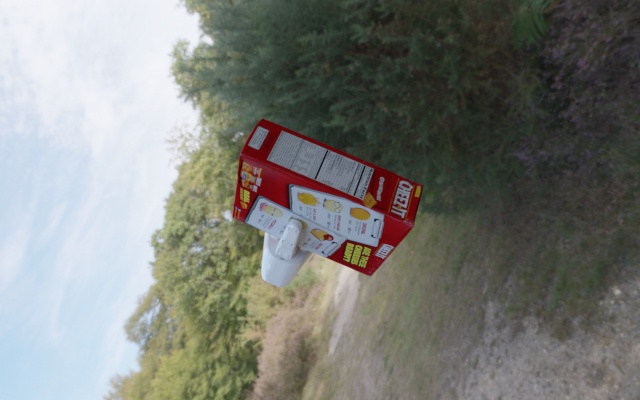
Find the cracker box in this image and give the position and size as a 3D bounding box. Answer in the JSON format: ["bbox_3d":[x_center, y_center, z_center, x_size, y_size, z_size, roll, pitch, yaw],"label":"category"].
[{"bbox_3d":[0.000,0.002,0.615,0.214,0.072,0.164,22,-32,-1],"label":"cracker box"}]
